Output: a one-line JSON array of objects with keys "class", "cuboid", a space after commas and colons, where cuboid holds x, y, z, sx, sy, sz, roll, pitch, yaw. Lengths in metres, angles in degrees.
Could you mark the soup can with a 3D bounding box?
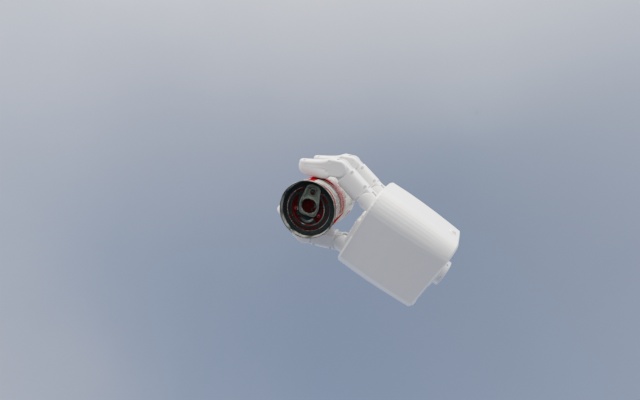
[{"class": "soup can", "cuboid": [0.000, 0.002, 0.590, 0.068, 0.068, 0.102, 0, 10, 18]}]
